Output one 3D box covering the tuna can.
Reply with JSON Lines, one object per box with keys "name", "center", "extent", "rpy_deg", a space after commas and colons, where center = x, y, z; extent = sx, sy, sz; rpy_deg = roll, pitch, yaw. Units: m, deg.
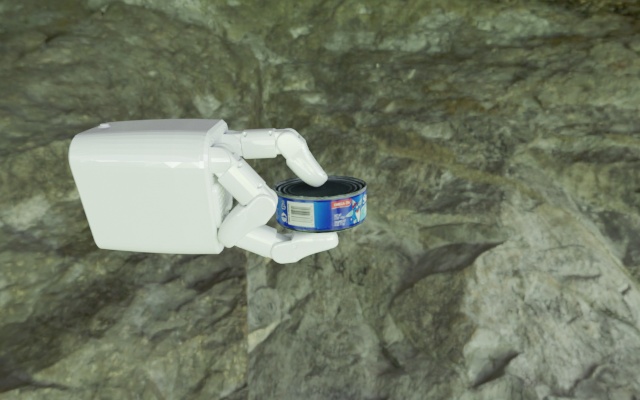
{"name": "tuna can", "center": [0.000, 0.002, 0.442], "extent": [0.086, 0.034, 0.086], "rpy_deg": [-2, 15, 1]}
